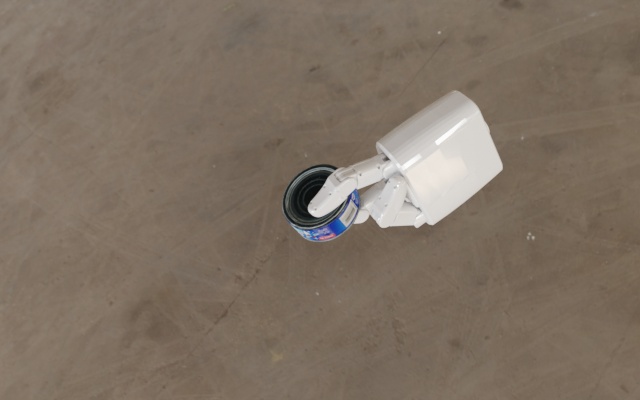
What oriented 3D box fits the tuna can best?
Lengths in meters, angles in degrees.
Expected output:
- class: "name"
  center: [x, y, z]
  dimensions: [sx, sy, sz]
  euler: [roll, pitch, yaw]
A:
- class: "tuna can"
  center: [0.000, 0.002, 0.543]
  dimensions: [0.086, 0.086, 0.034]
  euler: [0, -28, 28]
